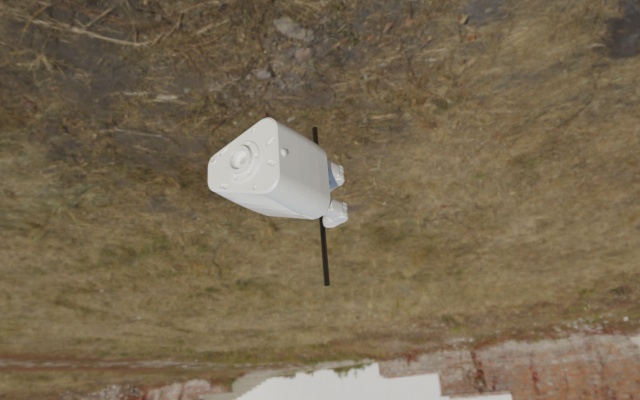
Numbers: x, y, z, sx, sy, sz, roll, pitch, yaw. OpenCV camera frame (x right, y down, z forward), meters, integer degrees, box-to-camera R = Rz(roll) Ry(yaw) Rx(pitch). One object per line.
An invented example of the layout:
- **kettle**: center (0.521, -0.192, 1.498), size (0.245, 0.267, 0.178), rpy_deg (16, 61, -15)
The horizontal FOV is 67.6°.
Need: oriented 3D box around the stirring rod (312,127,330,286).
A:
- **stirring rod**: center (0.000, 0.002, 0.687), size (0.011, 0.239, 0.011), rpy_deg (-4, -20, -1)
